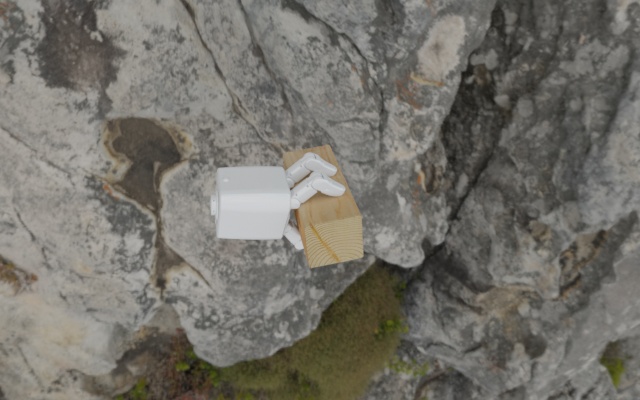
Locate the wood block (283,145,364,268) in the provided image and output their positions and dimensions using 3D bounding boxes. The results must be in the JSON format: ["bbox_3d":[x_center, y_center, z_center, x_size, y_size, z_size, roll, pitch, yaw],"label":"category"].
[{"bbox_3d":[0.000,0.003,0.801,0.090,0.091,0.206,-11,39,-7],"label":"wood block"}]
